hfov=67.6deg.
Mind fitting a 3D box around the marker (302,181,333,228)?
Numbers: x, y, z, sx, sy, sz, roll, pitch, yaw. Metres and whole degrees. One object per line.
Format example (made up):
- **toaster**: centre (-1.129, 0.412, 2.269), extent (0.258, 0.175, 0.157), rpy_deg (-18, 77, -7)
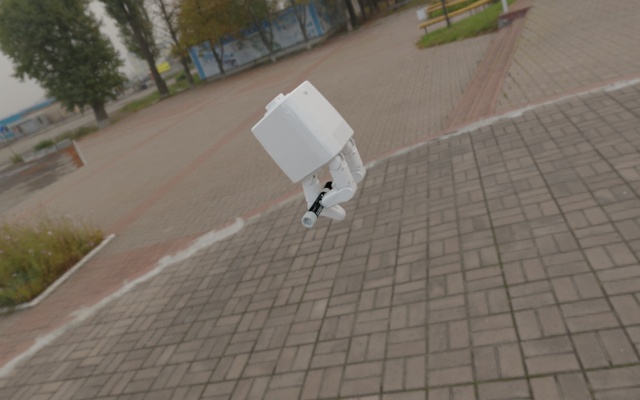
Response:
- **marker**: centre (0.000, 0.002, 0.728), extent (0.020, 0.020, 0.121), rpy_deg (0, 28, 21)
